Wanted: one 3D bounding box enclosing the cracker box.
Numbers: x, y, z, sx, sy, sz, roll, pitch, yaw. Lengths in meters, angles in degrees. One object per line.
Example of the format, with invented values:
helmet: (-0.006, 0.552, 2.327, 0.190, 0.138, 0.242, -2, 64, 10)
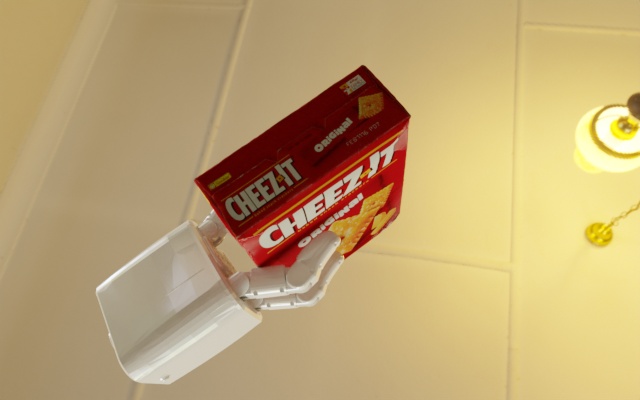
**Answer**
cracker box: (0.000, 0.001, 0.453, 0.164, 0.072, 0.214, -36, -22, -8)
